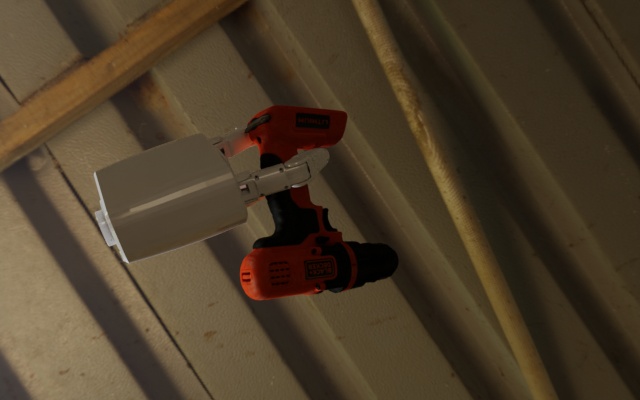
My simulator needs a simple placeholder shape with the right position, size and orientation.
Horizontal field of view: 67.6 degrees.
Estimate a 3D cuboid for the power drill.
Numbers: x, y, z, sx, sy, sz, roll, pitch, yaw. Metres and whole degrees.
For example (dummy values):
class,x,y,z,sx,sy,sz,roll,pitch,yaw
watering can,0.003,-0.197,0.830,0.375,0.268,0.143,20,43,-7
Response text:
class,x,y,z,sx,sy,sz,roll,pitch,yaw
power drill,0.000,0.001,0.492,0.184,0.187,0.057,-1,-10,-37
